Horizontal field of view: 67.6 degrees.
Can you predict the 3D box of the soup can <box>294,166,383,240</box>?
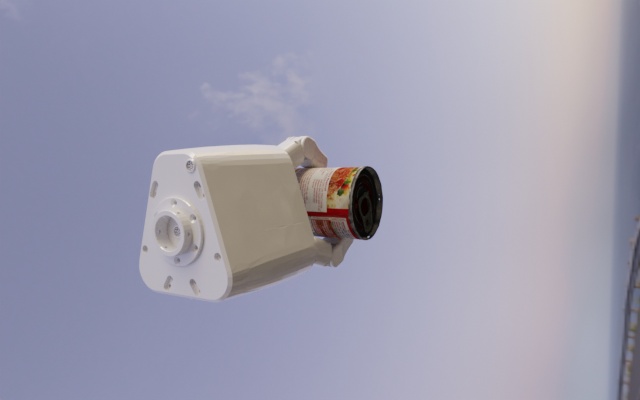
[{"bbox_3d":[0.000,0.001,0.460,0.102,0.068,0.068,1,1,30],"label":"soup can"}]
